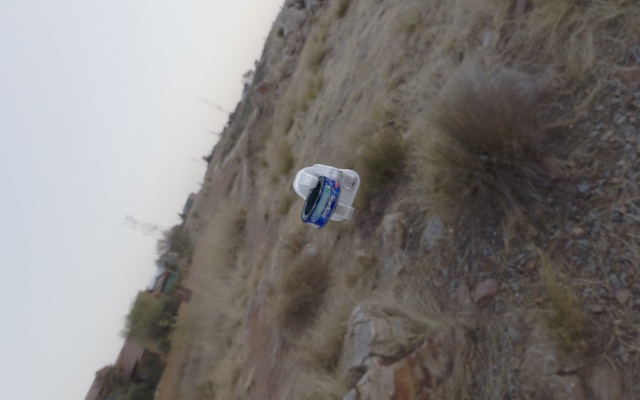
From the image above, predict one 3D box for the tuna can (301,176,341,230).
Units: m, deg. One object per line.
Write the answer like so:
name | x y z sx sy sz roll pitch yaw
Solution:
tuna can | 0.000 0.002 0.792 0.034 0.086 0.086 24 -6 -13
